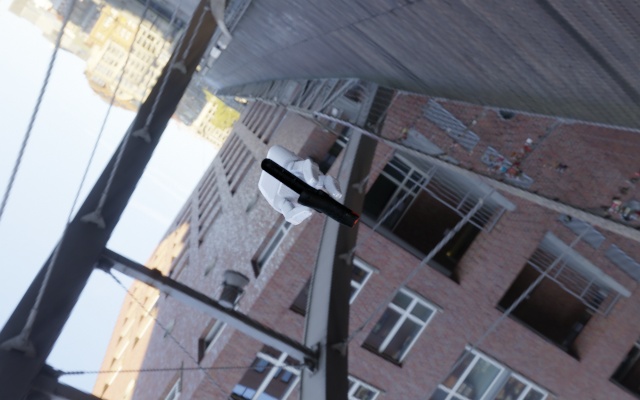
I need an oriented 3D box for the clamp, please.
[{"bbox_3d":[0.000,0.004,0.852,0.210,0.036,0.164,31,7,-32],"label":"clamp"}]
